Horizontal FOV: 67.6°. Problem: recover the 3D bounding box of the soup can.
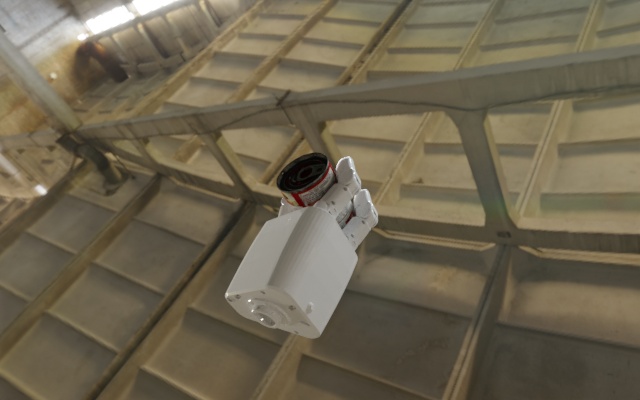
[{"bbox_3d":[0.000,0.002,0.583,0.068,0.102,0.068,-21,36,16],"label":"soup can"}]
